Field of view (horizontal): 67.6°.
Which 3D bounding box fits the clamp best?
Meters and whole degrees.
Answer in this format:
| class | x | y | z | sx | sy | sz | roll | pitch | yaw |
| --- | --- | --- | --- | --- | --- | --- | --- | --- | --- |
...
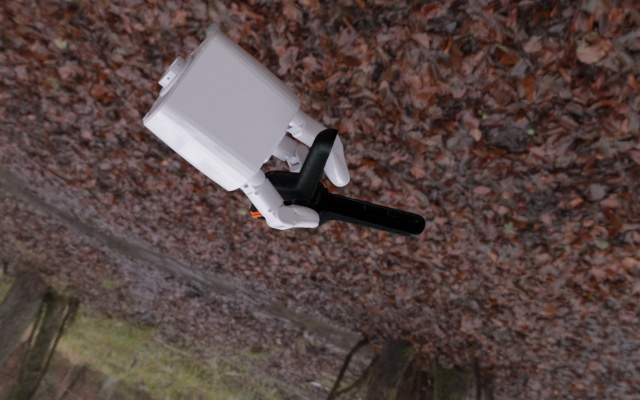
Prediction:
| class | x | y | z | sx | sy | sz | roll | pitch | yaw |
| --- | --- | --- | --- | --- | --- | --- | --- | --- | --- |
| clamp | -0.001 | 0.002 | 0.529 | 0.165 | 0.036 | 0.210 | 38 | -31 | -27 |
